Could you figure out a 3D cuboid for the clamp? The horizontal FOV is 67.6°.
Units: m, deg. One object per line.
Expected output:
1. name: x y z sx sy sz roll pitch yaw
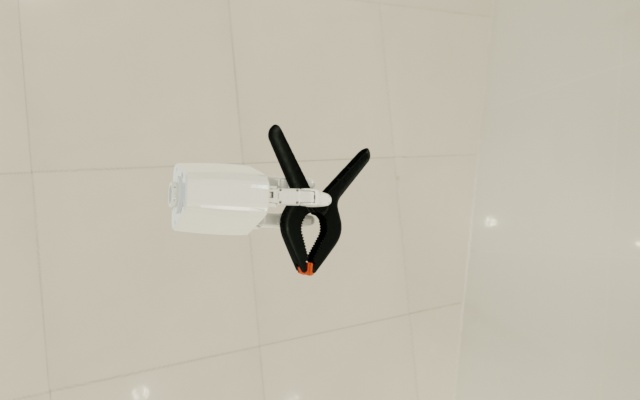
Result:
1. clamp: 0.000 0.003 0.691 0.164 0.210 0.036 3 -5 -26
